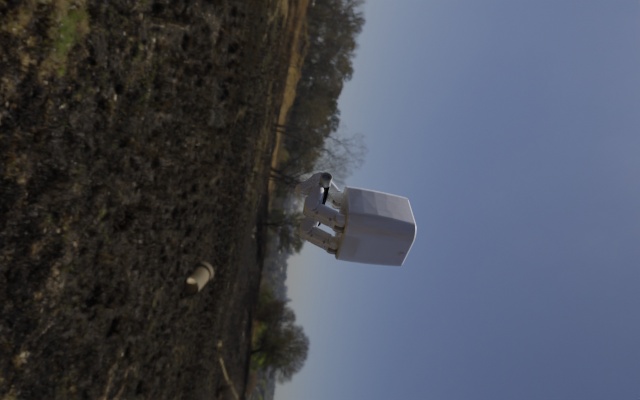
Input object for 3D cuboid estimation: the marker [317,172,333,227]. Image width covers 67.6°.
[{"bbox_3d":[0.000,0.003,0.776,0.020,0.020,0.121,0,-41,-12],"label":"marker"}]
